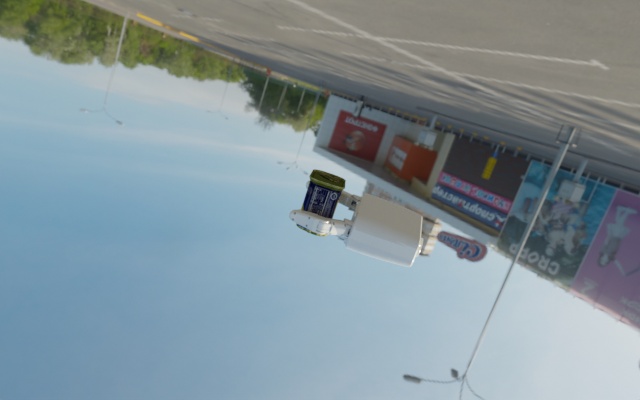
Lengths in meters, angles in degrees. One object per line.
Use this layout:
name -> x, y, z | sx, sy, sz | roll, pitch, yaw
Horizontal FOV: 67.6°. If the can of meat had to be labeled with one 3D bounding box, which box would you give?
can of meat -> 0.000, 0.003, 0.764 | 0.057, 0.084, 0.102 | 18, 12, 0
